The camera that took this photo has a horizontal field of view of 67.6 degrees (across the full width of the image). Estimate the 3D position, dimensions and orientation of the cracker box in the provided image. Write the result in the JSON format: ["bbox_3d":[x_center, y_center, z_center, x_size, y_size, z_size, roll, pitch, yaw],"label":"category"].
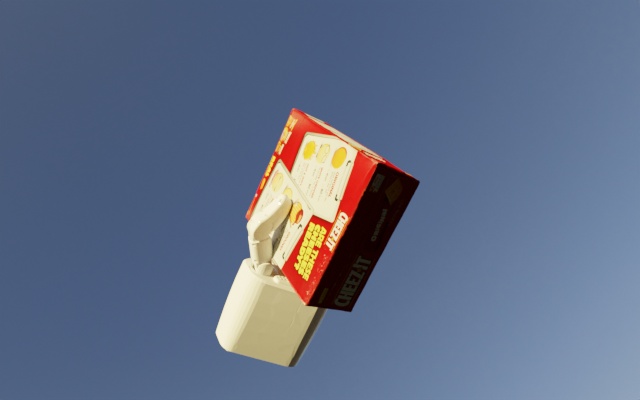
[{"bbox_3d":[0.000,0.002,0.565,0.072,0.164,0.213,17,15,-33],"label":"cracker box"}]
